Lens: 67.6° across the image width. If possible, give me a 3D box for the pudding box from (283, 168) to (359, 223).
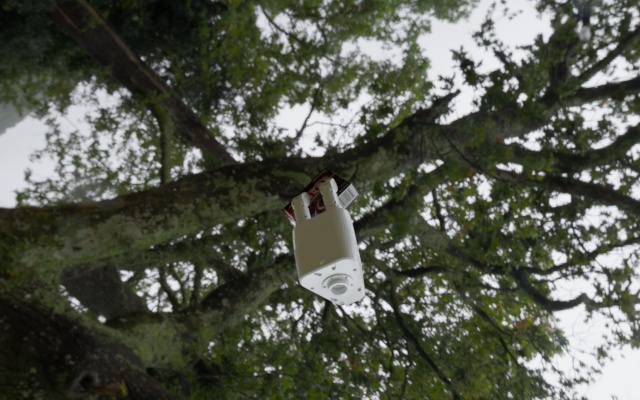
[{"bbox_3d":[0.000,0.003,0.851,0.090,0.113,0.039,37,-13,51],"label":"pudding box"}]
